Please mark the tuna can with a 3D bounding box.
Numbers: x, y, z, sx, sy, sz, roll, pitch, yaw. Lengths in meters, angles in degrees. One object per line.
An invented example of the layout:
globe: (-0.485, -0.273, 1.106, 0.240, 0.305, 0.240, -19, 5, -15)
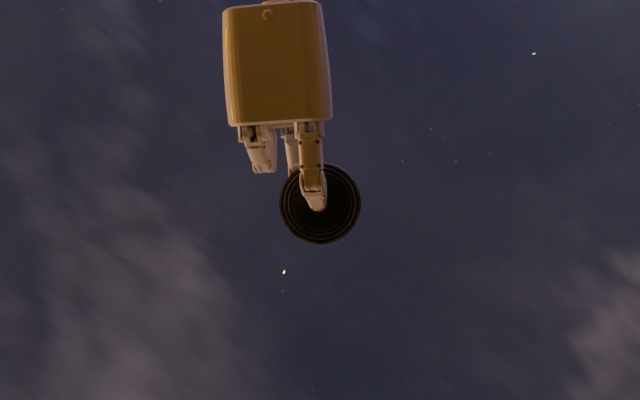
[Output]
tuna can: (0.000, 0.002, 0.512, 0.086, 0.086, 0.033, 0, 7, 4)
